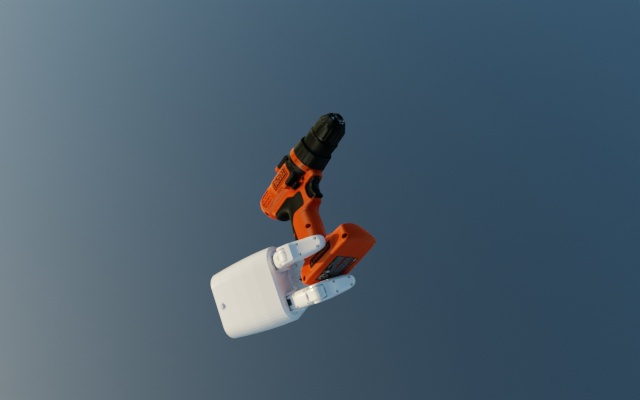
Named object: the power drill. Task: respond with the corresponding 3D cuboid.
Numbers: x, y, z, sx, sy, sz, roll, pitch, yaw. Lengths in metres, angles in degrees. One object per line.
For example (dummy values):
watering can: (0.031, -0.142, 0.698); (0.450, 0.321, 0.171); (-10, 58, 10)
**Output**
power drill: (0.000, 0.003, 0.625); (0.057, 0.187, 0.184); (10, -50, -37)
